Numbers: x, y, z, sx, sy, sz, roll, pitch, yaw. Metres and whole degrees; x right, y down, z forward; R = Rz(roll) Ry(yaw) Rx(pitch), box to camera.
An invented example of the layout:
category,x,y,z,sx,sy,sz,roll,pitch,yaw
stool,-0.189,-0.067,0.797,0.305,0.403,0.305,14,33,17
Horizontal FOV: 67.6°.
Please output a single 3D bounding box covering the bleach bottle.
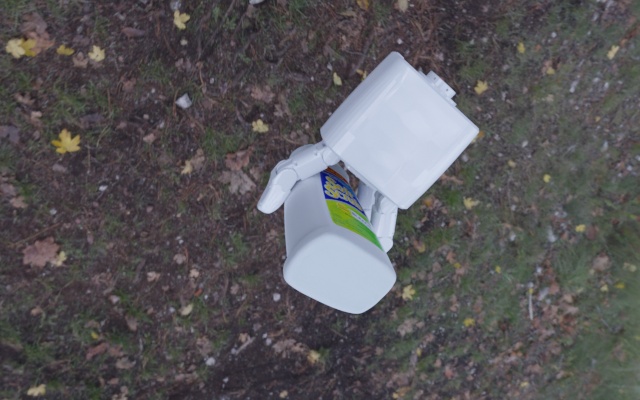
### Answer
category,x,y,z,sx,sy,sz,roll,pitch,yaw
bleach bottle,0.000,0.002,0.512,0.102,0.068,0.250,32,21,-27
